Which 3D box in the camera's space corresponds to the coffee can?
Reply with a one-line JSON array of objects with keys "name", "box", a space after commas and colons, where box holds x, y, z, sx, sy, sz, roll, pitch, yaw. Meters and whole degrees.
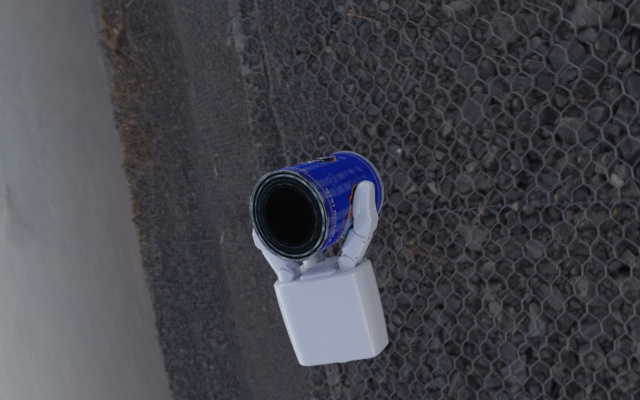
[{"name": "coffee can", "box": [0.000, 0.002, 0.565, 0.103, 0.103, 0.140, 0, 13, 32]}]
